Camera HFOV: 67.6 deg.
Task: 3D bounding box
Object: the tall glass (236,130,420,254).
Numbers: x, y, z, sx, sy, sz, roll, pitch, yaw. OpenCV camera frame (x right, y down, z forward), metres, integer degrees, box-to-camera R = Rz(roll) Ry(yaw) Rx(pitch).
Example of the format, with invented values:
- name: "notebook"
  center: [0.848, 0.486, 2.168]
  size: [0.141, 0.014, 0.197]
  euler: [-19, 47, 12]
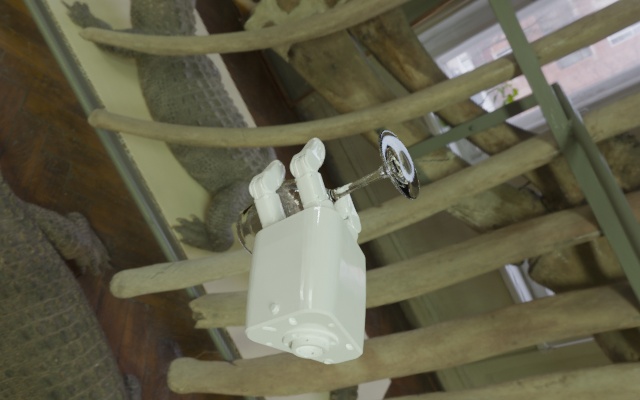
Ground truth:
- name: "tall glass"
  center: [0.001, 0.001, 0.515]
  size: [0.201, 0.079, 0.079]
  euler: [-25, -13, 30]
